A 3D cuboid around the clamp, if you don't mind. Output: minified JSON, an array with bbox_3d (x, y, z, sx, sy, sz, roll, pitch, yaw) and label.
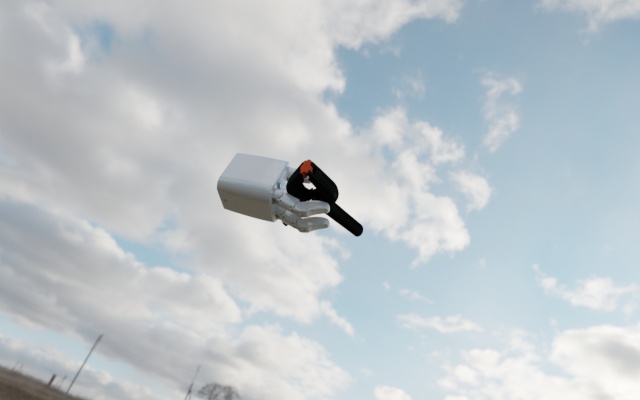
[{"bbox_3d":[0.000,0.002,0.865,0.164,0.036,0.210,10,-31,8],"label":"clamp"}]
